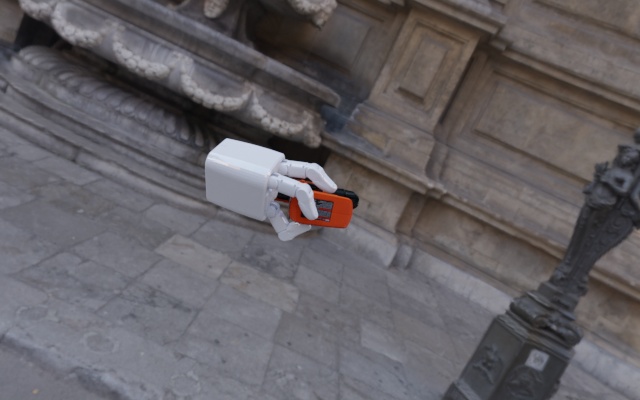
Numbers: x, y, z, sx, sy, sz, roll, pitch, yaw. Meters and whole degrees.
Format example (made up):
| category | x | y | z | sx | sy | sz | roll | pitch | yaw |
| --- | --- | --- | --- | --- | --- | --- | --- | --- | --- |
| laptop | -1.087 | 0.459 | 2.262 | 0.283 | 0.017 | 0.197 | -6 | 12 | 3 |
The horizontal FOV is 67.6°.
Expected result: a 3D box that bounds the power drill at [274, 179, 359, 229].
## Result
| category | x | y | z | sx | sy | sz | roll | pitch | yaw |
| --- | --- | --- | --- | --- | --- | --- | --- | --- | --- |
| power drill | 0.000 | 0.003 | 0.872 | 0.184 | 0.057 | 0.187 | 7 | 8 | -12 |
